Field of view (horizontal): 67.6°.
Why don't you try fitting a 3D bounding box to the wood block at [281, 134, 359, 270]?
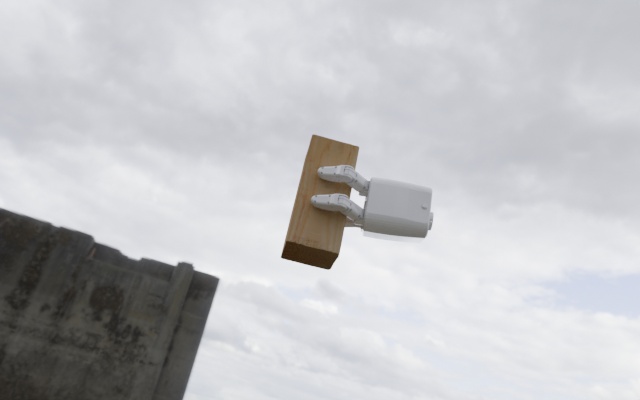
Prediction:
[{"bbox_3d":[0.000,0.003,0.830,0.090,0.206,0.091,14,-27,-3],"label":"wood block"}]
